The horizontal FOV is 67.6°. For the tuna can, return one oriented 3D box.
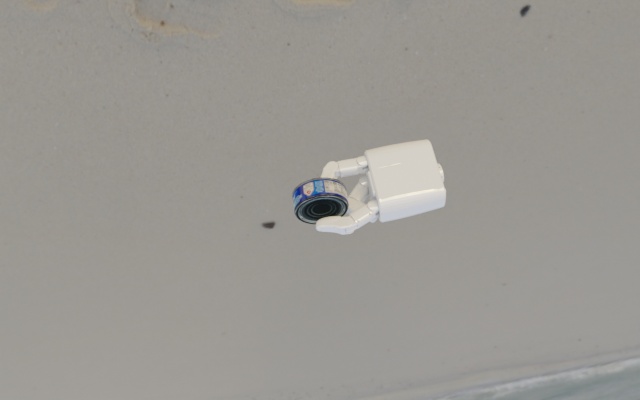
[{"bbox_3d":[0.000,0.003,0.739,0.086,0.033,0.086,-6,-32,-4],"label":"tuna can"}]
